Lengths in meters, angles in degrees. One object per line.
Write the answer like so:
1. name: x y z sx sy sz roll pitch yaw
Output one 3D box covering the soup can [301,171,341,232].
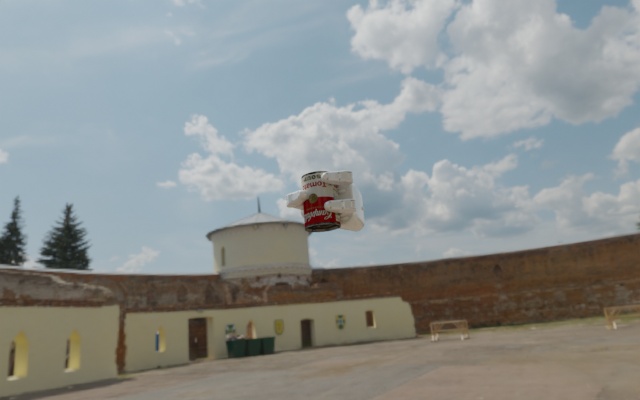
1. soup can: 0.000 0.003 0.898 0.068 0.102 0.068 -5 -15 -1
